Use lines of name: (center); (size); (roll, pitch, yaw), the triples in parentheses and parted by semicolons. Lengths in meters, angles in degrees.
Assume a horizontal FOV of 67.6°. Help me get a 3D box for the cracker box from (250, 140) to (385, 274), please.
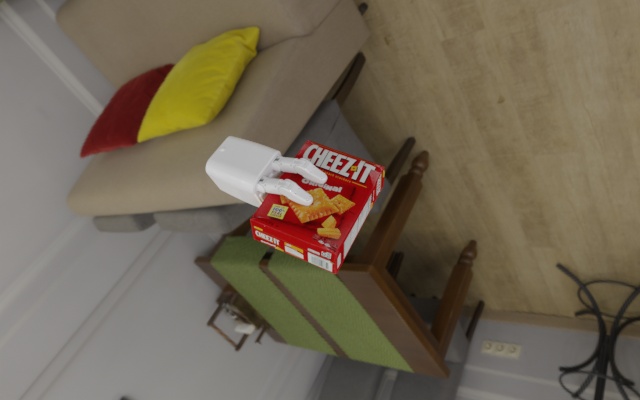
cracker box: (0.000, 0.003, 0.855); (0.164, 0.213, 0.072); (21, -34, 16)
